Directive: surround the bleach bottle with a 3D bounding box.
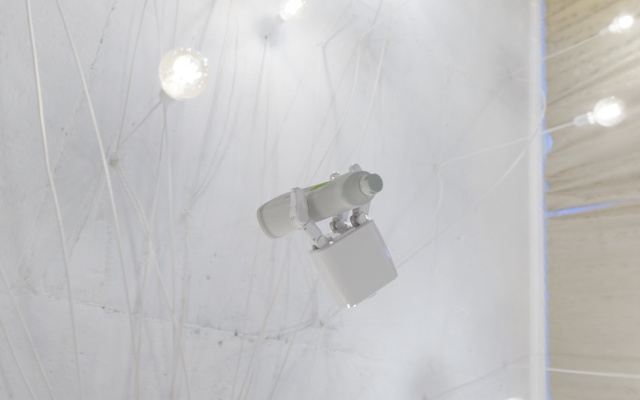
[{"bbox_3d":[0.000,0.002,0.770,0.102,0.068,0.251,-31,8,-37],"label":"bleach bottle"}]
